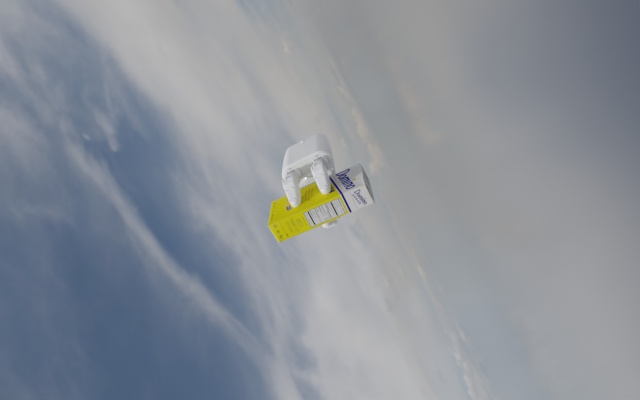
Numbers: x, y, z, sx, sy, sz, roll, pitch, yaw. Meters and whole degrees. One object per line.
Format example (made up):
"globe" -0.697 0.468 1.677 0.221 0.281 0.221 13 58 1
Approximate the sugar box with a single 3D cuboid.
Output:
"sugar box" 0.000 0.002 0.811 0.176 0.048 0.093 -26 25 11
